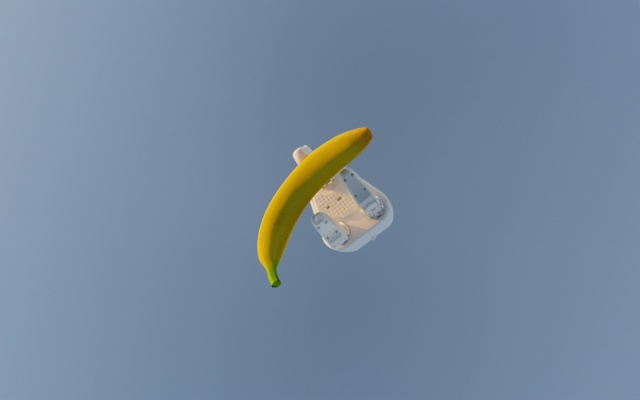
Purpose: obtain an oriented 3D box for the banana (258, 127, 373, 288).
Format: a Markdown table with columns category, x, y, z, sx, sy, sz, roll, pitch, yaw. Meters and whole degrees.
| category | x | y | z | sx | sy | sz | roll | pitch | yaw |
| --- | --- | --- | --- | --- | --- | --- | --- | --- | --- |
| banana | -0.016 | -0.003 | 0.526 | 0.069 | 0.198 | 0.037 | 28 | -6 | 29 |
